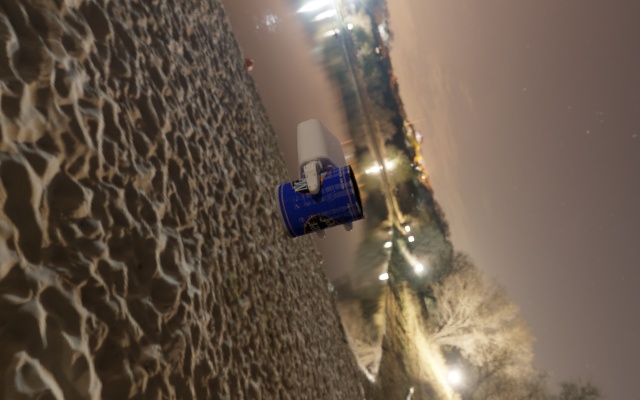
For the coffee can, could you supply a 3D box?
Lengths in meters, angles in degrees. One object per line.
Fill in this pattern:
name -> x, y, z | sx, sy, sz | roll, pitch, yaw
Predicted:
coffee can -> 0.000, 0.003, 0.871 | 0.140, 0.103, 0.103 | -16, -3, 10
